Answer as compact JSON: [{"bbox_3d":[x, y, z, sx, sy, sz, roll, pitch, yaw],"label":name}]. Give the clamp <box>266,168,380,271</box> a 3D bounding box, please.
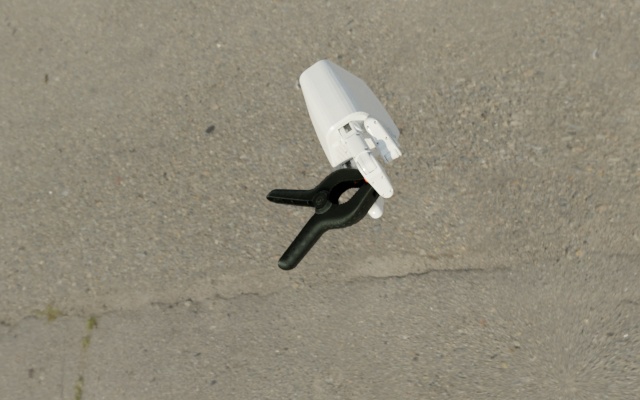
[{"bbox_3d":[0.000,0.002,0.618,0.171,0.120,0.039,-33,-30,13],"label":"clamp"}]
